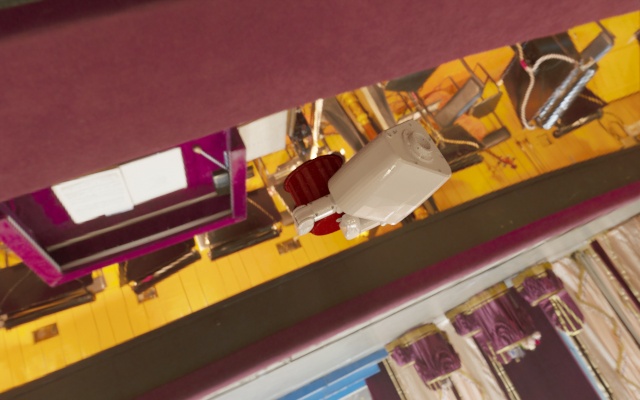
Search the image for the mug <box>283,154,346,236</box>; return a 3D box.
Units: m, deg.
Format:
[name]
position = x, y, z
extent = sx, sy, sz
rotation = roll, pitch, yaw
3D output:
[mug]
position = -0.001, 0.003, 0.668
extent = 0.093, 0.081, 0.117
rotation = -5, -30, -44
